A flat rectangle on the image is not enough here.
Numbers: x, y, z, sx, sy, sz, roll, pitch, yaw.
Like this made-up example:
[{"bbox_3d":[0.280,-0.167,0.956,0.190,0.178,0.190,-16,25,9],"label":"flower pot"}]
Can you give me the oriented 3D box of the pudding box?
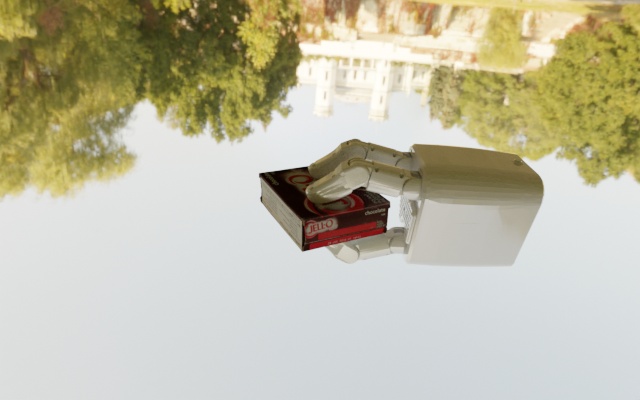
[{"bbox_3d":[0.000,0.002,0.467,0.090,0.039,0.113,-10,26,-25],"label":"pudding box"}]
